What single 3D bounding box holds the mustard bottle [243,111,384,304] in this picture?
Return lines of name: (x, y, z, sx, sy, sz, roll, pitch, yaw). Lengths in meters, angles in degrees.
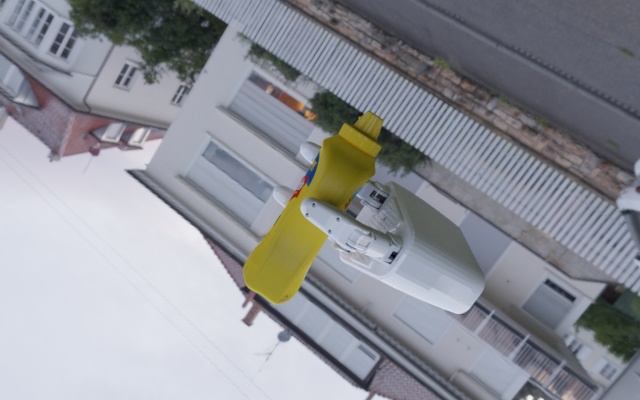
mustard bottle: (0.000, 0.002, 0.453, 0.058, 0.191, 0.096, 33, 10, -1)
